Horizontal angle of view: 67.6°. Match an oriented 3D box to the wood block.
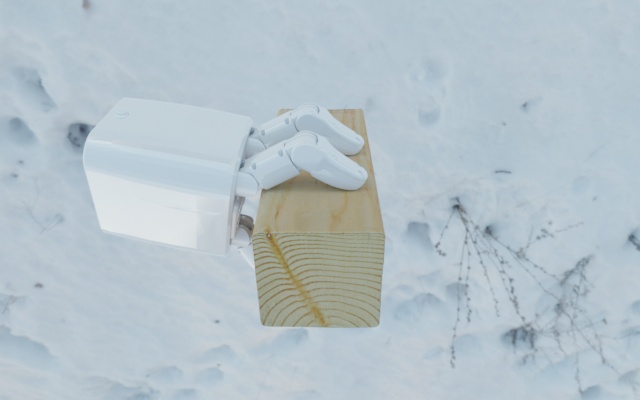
[{"bbox_3d":[0.000,0.002,0.417,0.090,0.091,0.206,0,34,1],"label":"wood block"}]
